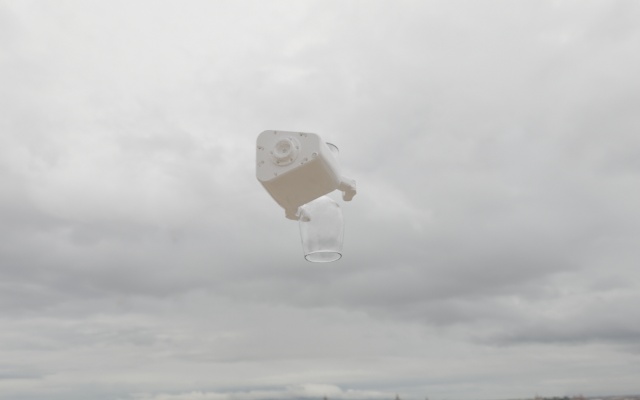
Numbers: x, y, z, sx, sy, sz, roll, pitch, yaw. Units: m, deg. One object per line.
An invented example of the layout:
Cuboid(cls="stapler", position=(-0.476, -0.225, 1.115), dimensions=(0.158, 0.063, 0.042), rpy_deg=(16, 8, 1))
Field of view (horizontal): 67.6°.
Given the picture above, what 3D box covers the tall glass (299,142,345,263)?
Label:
Cuboid(cls="tall glass", position=(0.000, 0.002, 0.825), dimensions=(0.079, 0.201, 0.079), rpy_deg=(-2, -24, -1))
